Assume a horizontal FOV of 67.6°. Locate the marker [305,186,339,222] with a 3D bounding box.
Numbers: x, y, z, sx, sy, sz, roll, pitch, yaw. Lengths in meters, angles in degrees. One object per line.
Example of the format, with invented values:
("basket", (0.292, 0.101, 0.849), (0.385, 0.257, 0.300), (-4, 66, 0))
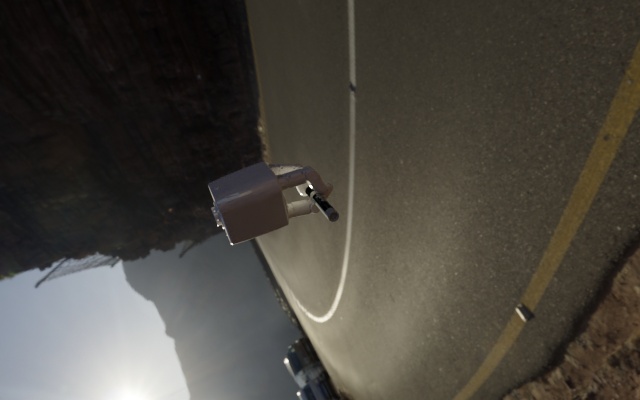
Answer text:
("marker", (0.000, 0.003, 0.796), (0.020, 0.020, 0.121), (0, 22, -22))
